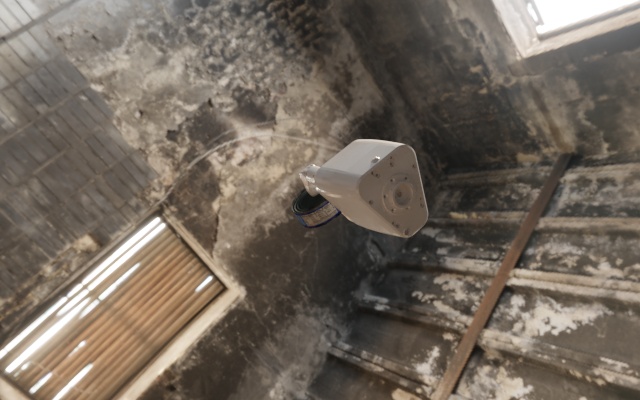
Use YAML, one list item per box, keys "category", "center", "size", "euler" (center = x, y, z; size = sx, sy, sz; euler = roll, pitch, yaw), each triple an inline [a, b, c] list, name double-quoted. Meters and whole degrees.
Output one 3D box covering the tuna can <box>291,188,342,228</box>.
- category: "tuna can"
  center: [0.000, 0.003, 0.724]
  size: [0.086, 0.034, 0.086]
  euler: [-28, 26, 15]
